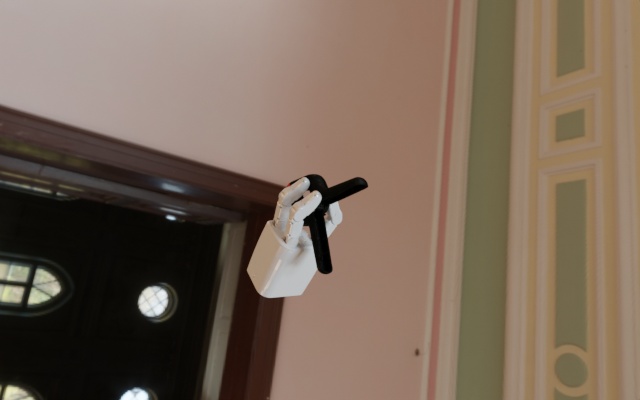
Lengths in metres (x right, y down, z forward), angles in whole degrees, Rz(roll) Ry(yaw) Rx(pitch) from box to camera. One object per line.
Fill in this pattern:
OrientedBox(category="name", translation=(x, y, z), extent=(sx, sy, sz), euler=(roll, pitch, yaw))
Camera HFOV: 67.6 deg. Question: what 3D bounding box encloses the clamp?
OrientedBox(category="clamp", translation=(0.000, 0.003, 0.814), extent=(0.036, 0.164, 0.210), euler=(16, 19, -33))
